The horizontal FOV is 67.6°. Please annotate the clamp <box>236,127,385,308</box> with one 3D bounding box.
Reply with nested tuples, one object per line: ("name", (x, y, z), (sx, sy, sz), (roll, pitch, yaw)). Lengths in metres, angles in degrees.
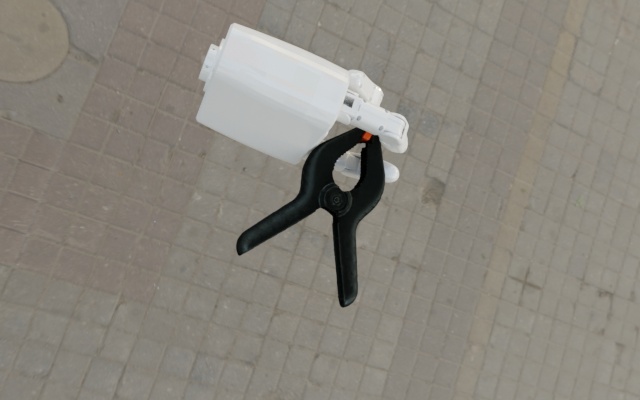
("clamp", (0.000, 0.001, 0.441), (0.120, 0.171, 0.039), (20, -9, -16))
